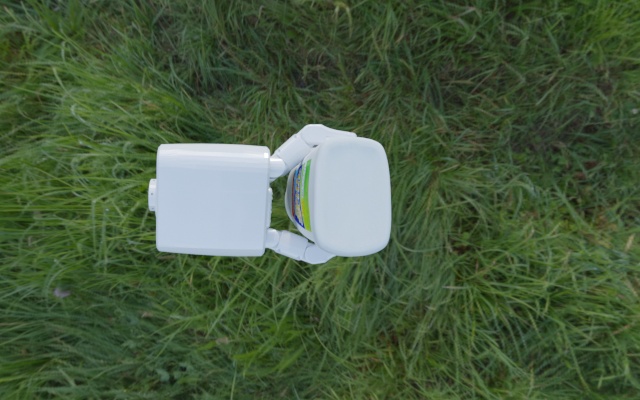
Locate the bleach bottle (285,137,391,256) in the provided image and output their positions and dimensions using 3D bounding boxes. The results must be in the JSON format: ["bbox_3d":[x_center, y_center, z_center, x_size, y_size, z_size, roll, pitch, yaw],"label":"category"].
[{"bbox_3d":[0.000,0.002,0.508,0.068,0.102,0.251,1,-4,-12],"label":"bleach bottle"}]
